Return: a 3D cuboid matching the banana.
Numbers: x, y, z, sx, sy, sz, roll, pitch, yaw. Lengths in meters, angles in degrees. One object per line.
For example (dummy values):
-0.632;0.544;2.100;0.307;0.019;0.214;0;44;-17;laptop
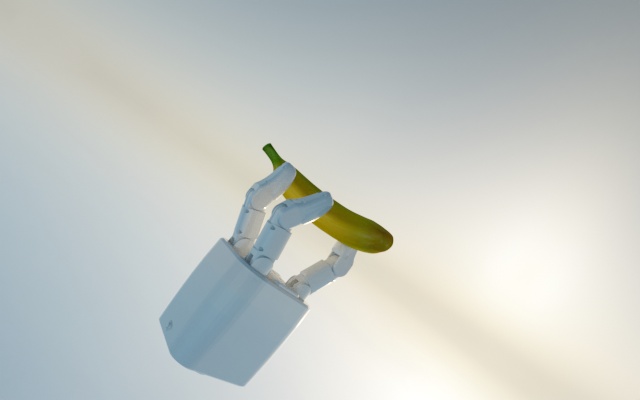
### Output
0.004;0.009;0.503;0.197;0.037;0.070;36;-10;35;banana
